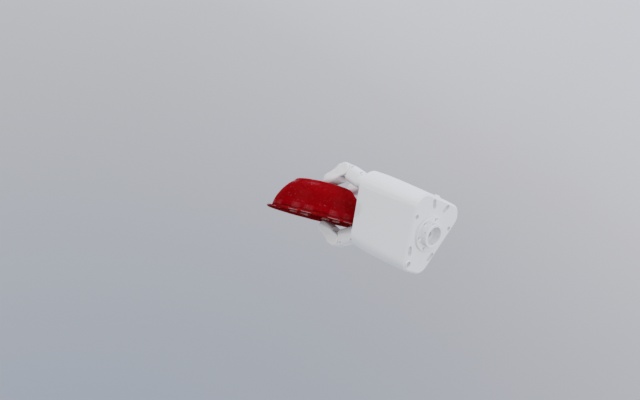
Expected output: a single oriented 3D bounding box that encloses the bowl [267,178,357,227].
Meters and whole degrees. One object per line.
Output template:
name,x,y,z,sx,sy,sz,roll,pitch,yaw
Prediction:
bowl,-0.001,0.002,0.755,0.162,0.055,0.162,13,-5,1
